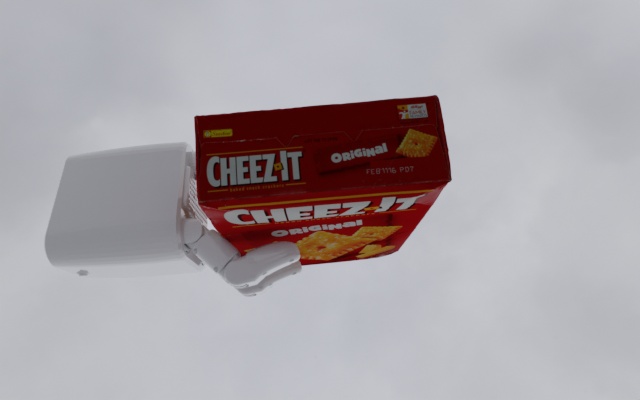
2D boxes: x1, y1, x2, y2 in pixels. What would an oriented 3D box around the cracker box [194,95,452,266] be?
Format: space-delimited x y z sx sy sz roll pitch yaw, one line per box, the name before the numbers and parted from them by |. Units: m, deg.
cracker box | 0.000 0.001 0.403 0.164 0.072 0.214 -6 -18 -2
